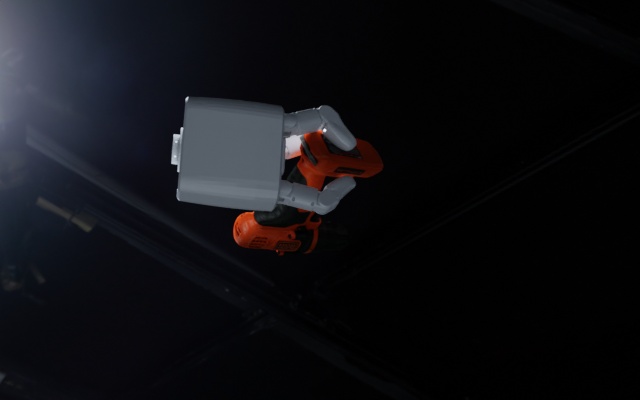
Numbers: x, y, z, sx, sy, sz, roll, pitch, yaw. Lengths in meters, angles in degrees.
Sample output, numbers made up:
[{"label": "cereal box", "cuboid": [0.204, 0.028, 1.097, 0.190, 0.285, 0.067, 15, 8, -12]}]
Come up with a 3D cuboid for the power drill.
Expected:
[{"label": "power drill", "cuboid": [0.000, 0.002, 0.628, 0.184, 0.057, 0.188, 6, -48, -37]}]
